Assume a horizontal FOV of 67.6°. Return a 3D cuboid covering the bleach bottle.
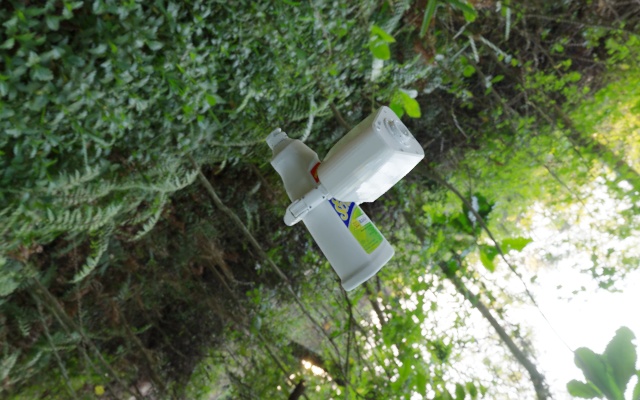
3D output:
[{"bbox_3d":[0.000,0.002,0.696,0.068,0.251,0.102,-41,-6,31],"label":"bleach bottle"}]
